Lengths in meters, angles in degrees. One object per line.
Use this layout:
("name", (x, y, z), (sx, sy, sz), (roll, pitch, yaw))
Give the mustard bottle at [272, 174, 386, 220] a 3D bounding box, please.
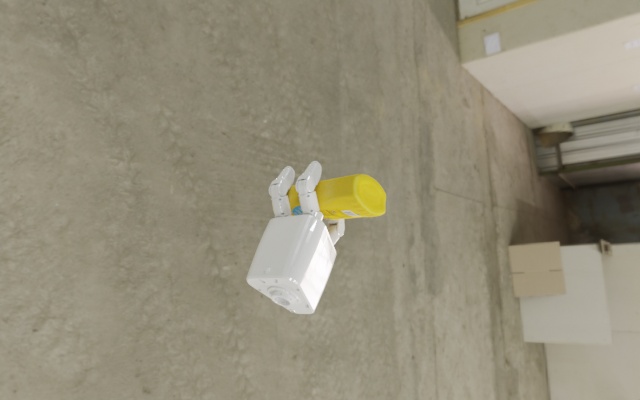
("mustard bottle", (0.000, 0.002, 0.757), (0.191, 0.058, 0.096), (-8, -20, 35))
